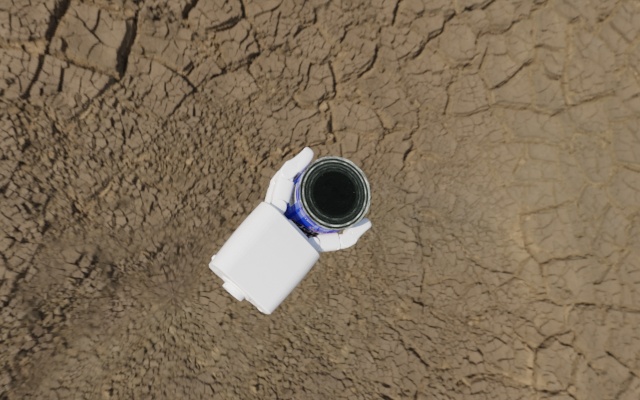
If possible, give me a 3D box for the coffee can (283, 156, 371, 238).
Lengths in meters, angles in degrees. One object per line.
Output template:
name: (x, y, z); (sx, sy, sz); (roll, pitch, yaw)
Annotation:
coffee can: (0.000, 0.002, 0.704); (0.103, 0.103, 0.140); (0, -11, -17)
